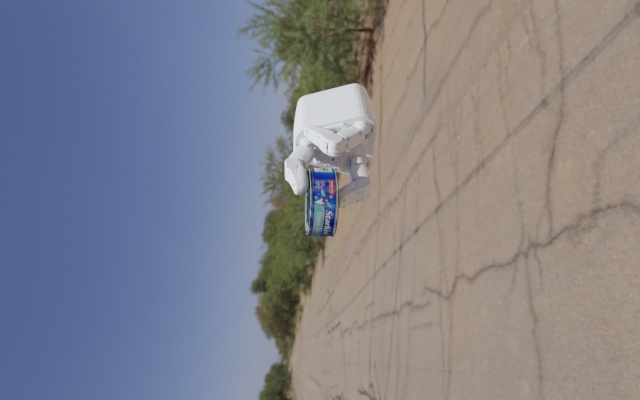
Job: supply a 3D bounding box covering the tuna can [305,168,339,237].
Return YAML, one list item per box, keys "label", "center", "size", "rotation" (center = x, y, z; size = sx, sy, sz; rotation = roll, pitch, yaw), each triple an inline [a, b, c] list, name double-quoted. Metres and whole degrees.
- label: "tuna can"
  center: [0.000, 0.002, 0.593]
  size: [0.034, 0.086, 0.086]
  rotation: [2, 0, -7]
